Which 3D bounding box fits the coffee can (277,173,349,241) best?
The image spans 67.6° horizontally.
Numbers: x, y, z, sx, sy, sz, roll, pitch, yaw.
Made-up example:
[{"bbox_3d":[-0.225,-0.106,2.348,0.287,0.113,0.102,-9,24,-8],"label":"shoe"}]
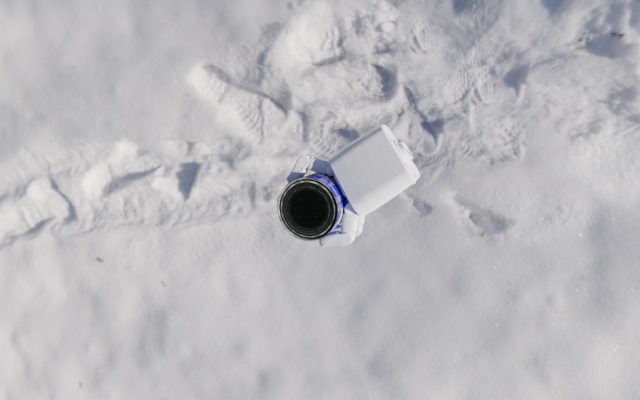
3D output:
[{"bbox_3d":[0.000,0.003,0.812,0.103,0.103,0.140,0,10,18],"label":"coffee can"}]
